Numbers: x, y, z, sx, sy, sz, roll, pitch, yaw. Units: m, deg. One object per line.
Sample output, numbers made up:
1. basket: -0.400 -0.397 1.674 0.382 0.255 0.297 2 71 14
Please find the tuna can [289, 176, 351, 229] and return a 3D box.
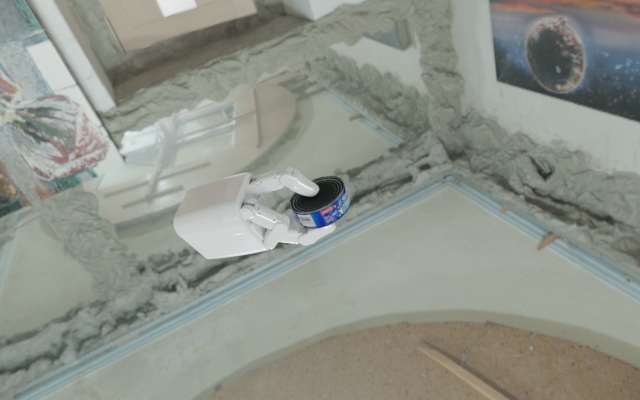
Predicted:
1. tuna can: 0.000 0.003 0.700 0.086 0.034 0.086 -19 32 12
